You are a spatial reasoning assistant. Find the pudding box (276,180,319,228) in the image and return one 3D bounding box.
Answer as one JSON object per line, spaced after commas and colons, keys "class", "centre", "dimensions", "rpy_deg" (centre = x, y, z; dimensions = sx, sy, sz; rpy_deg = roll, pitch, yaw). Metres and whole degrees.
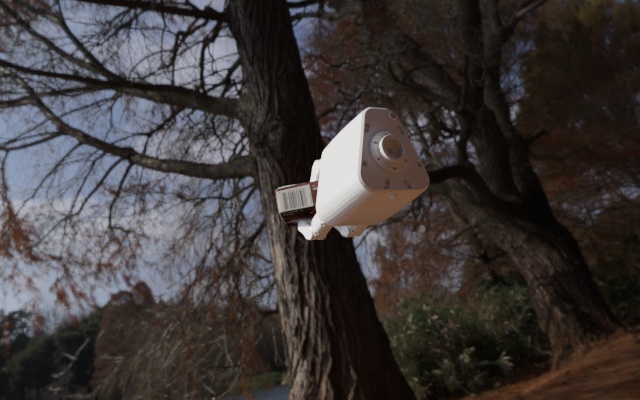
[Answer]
{"class": "pudding box", "centre": [0.000, 0.002, 0.662], "dimensions": [0.113, 0.039, 0.090], "rpy_deg": [-10, -17, 1]}
